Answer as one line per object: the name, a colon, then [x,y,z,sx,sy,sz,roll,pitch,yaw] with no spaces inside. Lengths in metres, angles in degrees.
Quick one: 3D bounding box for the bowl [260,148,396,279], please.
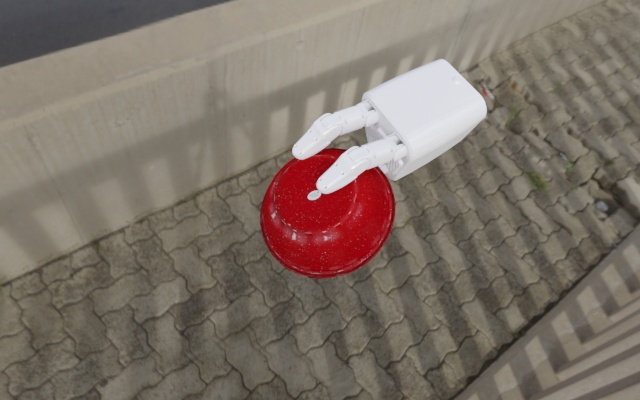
bowl: [-0.001,0.003,0.532,0.162,0.162,0.055,0,-22,15]
